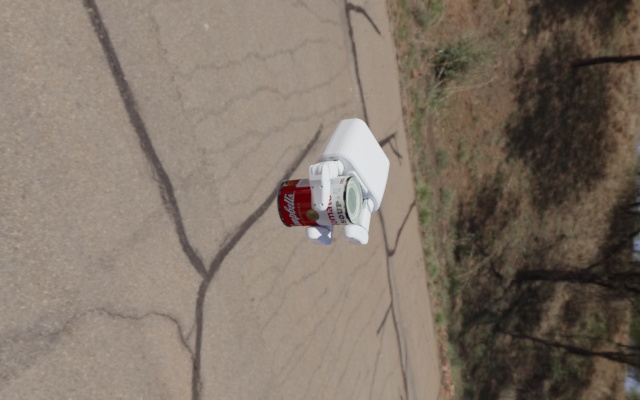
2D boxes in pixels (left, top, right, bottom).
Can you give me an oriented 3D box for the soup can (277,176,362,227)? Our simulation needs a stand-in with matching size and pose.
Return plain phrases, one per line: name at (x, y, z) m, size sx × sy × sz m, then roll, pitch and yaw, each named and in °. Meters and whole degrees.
soup can at (0.000, 0.002, 0.665) m, size 0.102 × 0.068 × 0.068 m, roll -3°, pitch -1°, yaw 24°
